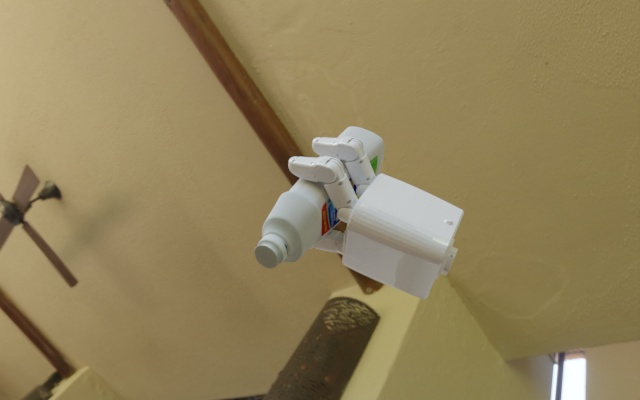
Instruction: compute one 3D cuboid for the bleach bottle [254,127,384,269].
[{"bbox_3d":[0.000,0.002,0.571,0.068,0.103,0.250,24,39,16],"label":"bleach bottle"}]
